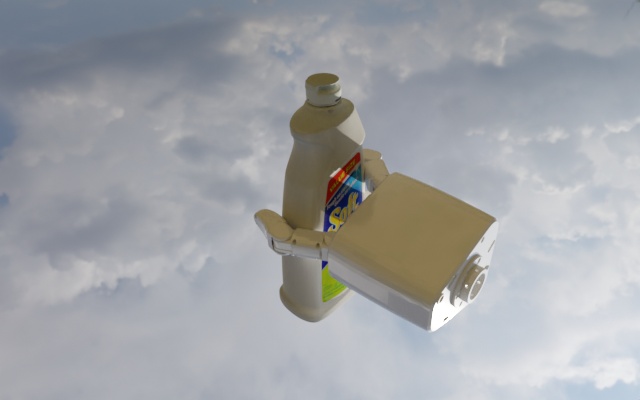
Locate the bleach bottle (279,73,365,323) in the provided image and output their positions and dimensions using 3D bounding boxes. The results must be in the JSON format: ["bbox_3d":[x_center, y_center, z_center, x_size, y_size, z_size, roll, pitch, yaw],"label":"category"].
[{"bbox_3d":[0.000,0.002,0.475,0.068,0.251,0.102,29,46,35],"label":"bleach bottle"}]
